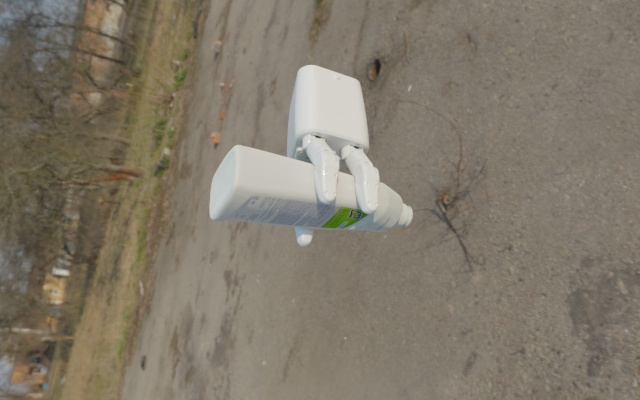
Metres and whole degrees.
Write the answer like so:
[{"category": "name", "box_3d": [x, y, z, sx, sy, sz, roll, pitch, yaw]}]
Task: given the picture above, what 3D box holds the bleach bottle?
[{"category": "bleach bottle", "box_3d": [0.000, 0.002, 0.589, 0.251, 0.068, 0.103, 12, -30, -26]}]
